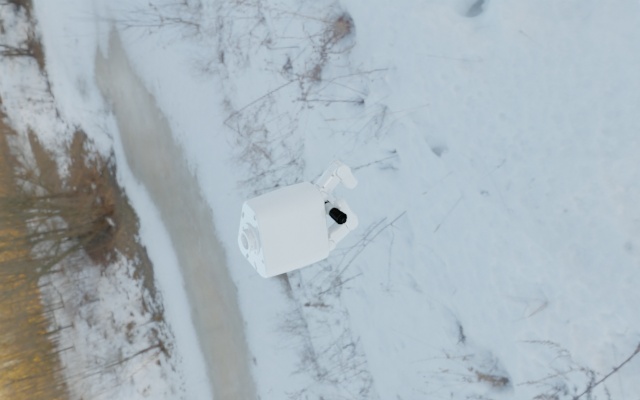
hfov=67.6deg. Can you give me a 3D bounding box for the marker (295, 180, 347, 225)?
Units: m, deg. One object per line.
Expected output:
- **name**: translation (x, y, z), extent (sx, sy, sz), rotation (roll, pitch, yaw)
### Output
- **marker**: translation (0.000, 0.002, 0.713), extent (0.020, 0.020, 0.121), rotation (0, 26, -39)
